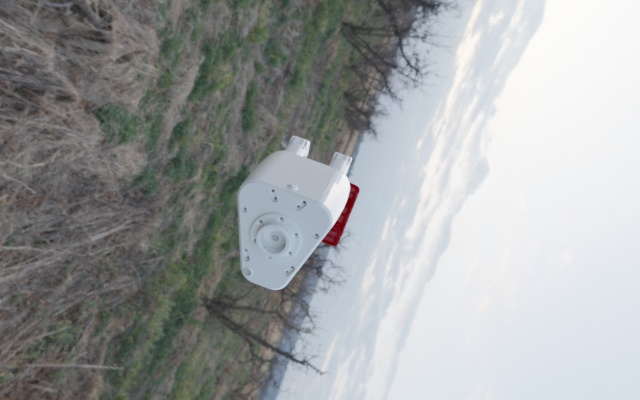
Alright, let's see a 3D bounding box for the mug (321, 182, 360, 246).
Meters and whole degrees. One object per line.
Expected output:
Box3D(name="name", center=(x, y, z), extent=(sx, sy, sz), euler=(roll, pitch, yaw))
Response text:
Box3D(name="mug", center=(0.001, 0.002, 0.606), extent=(0.081, 0.093, 0.117), euler=(22, 22, 3))
